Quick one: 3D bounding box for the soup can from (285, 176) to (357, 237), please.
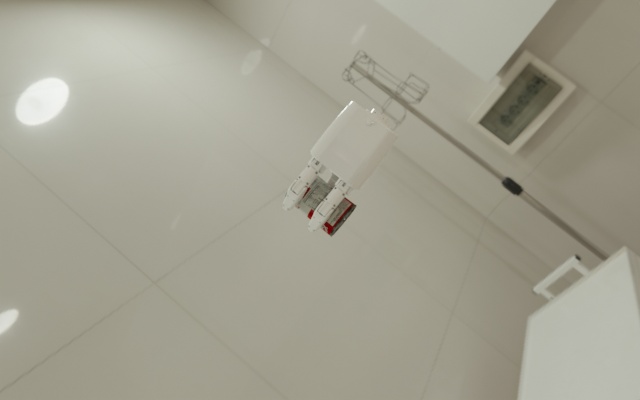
[{"bbox_3d":[0.000,0.003,0.799,0.102,0.068,0.068,39,6,7],"label":"soup can"}]
